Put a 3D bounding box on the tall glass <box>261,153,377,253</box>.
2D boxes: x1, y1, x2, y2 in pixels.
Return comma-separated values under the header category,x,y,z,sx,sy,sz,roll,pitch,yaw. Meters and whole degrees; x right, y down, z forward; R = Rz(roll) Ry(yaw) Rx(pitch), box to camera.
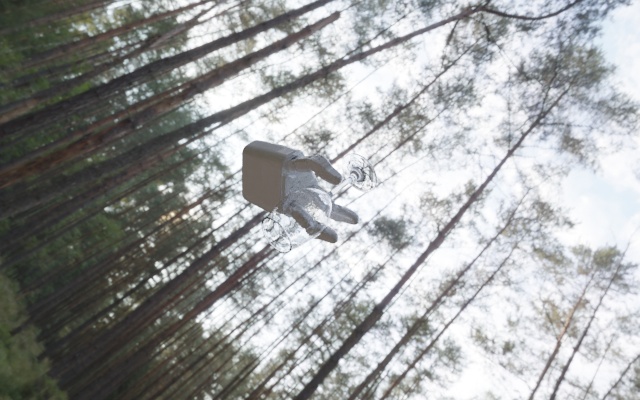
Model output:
category,x,y,z,sx,sy,sz,roll,pitch,yaw
tall glass,0.001,0.002,0.751,0.079,0.079,0.201,0,30,49
